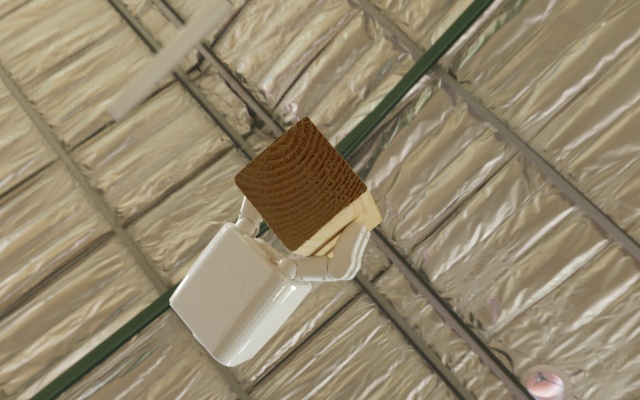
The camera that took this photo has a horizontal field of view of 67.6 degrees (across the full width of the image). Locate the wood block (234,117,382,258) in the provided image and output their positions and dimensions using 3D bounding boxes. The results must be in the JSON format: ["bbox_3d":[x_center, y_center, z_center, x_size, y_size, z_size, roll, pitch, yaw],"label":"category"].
[{"bbox_3d":[0.000,0.002,0.513,0.090,0.091,0.206,-40,-14,2],"label":"wood block"}]
